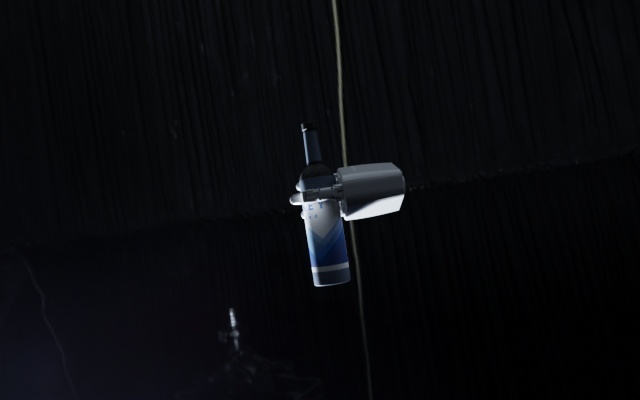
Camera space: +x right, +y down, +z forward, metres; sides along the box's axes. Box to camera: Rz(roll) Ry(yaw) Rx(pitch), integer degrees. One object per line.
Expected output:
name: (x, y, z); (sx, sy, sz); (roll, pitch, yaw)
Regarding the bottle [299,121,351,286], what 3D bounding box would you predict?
bottle: (0.000, 0.003, 0.870); (0.069, 0.295, 0.069); (-9, -3, 0)
